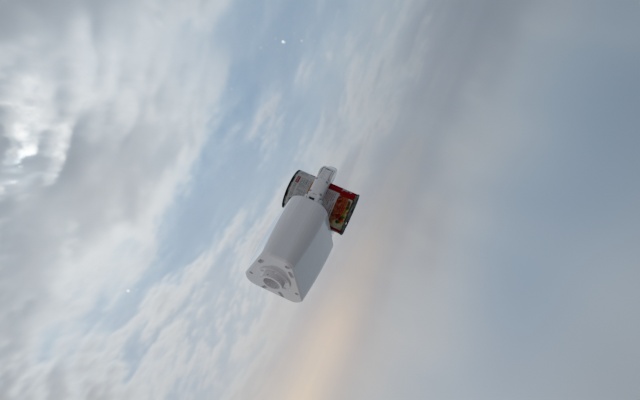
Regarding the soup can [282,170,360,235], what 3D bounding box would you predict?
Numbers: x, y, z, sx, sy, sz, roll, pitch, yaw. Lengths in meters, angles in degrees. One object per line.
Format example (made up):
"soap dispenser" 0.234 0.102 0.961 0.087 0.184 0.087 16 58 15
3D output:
"soup can" 0.000 0.002 0.734 0.102 0.068 0.068 24 3 8
